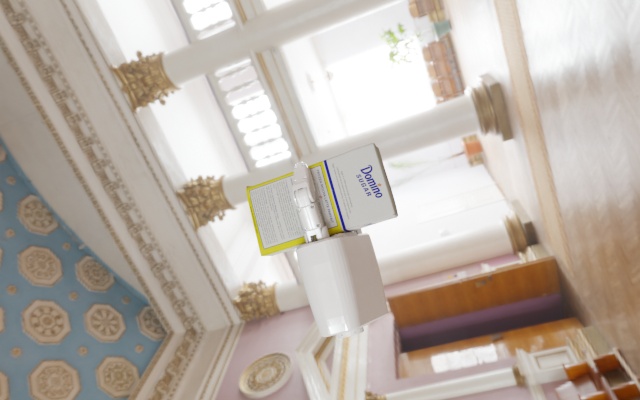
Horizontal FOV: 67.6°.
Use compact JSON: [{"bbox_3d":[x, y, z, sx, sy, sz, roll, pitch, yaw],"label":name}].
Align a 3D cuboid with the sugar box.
[{"bbox_3d":[0.000,0.002,0.597,0.176,0.093,0.048,-17,-10,13],"label":"sugar box"}]
